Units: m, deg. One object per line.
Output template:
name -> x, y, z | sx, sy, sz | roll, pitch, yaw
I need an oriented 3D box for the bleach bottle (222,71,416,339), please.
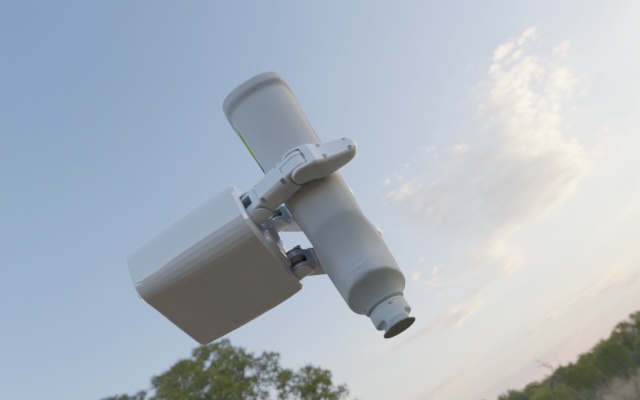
bleach bottle -> 0.000, 0.001, 0.413 | 0.068, 0.250, 0.103 | -33, -33, 1
